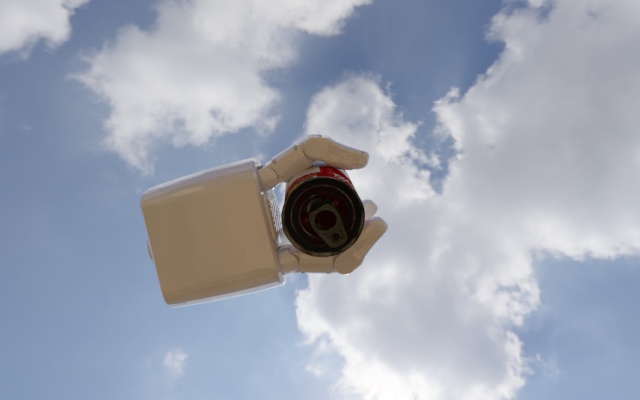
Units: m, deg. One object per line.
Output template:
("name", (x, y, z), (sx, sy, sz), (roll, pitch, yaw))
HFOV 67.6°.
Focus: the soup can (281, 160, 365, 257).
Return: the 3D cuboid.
("soup can", (0.001, 0.001, 0.432), (0.068, 0.068, 0.102), (0, 15, -2))
